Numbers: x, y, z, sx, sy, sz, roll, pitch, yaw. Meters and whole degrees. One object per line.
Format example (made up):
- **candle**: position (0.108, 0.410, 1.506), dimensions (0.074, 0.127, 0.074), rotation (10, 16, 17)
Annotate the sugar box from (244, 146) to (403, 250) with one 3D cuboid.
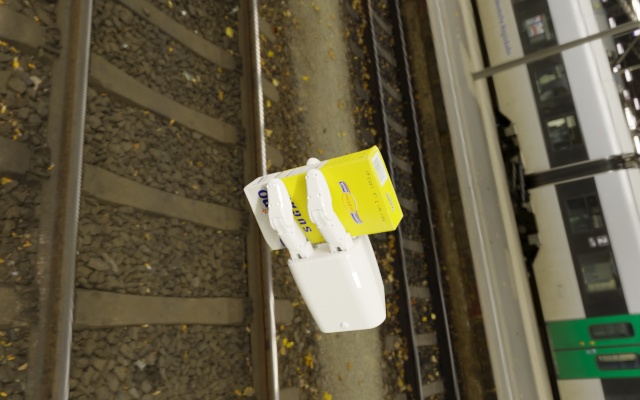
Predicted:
- **sugar box**: position (0.000, 0.002, 0.580), dimensions (0.176, 0.093, 0.048), rotation (-14, 17, 27)
